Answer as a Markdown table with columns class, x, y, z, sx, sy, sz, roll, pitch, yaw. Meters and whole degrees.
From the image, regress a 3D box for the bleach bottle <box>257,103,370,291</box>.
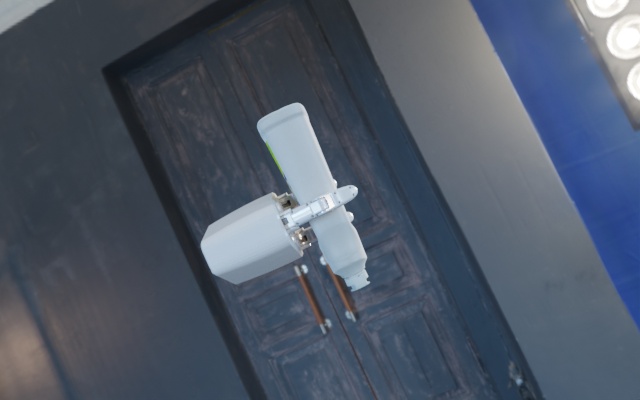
| class | x | y | z | sx | sy | sz | roll | pitch | yaw |
| --- | --- | --- | --- | --- | --- | --- | --- | --- | --- |
| bleach bottle | 0.000 | 0.002 | 0.639 | 0.068 | 0.251 | 0.102 | -25 | -4 | 0 |
